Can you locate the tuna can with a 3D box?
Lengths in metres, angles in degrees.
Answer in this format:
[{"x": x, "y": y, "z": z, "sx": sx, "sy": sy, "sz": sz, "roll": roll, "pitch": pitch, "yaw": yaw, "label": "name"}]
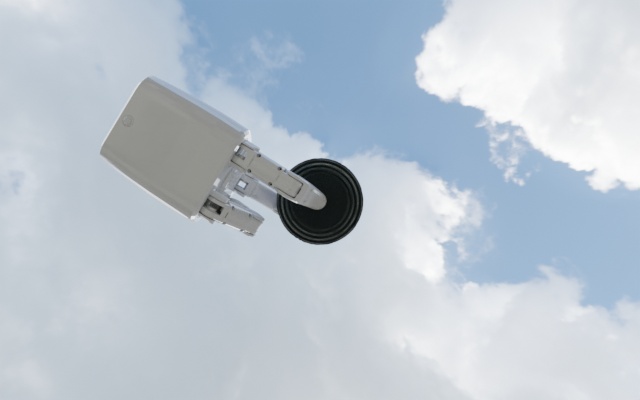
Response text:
[{"x": 0.000, "y": 0.002, "z": 0.484, "sx": 0.086, "sy": 0.086, "sz": 0.034, "roll": 0, "pitch": -3, "yaw": 3, "label": "tuna can"}]
